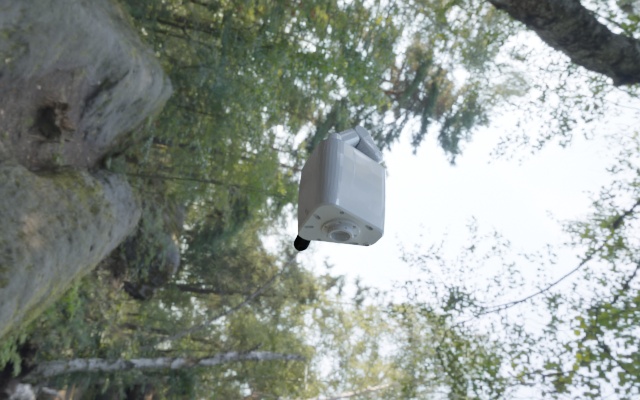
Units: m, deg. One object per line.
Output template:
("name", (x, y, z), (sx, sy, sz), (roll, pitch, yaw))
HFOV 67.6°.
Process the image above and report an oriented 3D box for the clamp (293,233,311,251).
("clamp", (0.001, 0.002, 0.744), (0.039, 0.120, 0.172), (17, -35, -10))
